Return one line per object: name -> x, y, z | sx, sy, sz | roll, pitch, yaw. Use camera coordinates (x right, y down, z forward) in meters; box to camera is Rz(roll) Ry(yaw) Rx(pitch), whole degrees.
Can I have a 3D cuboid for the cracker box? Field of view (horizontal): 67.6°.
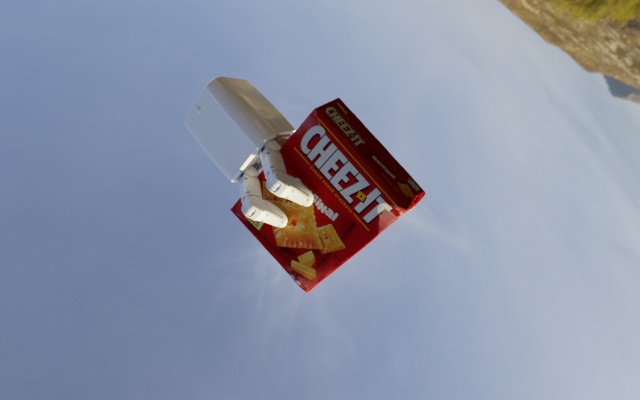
cracker box -> 0.000, 0.002, 0.627 | 0.214, 0.164, 0.072 | -45, -4, 37
